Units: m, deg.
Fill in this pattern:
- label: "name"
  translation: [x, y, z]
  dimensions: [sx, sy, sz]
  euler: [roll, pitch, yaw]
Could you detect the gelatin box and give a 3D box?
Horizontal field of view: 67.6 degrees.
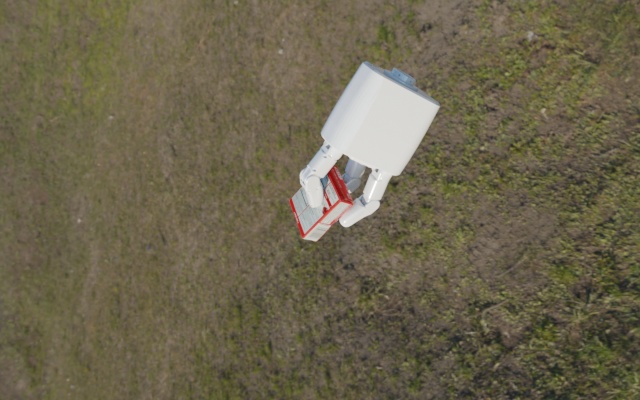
- label: "gelatin box"
  translation: [0.000, 0.002, 0.672]
  dimensions: [0.030, 0.073, 0.089]
  euler: [16, -51, -40]
